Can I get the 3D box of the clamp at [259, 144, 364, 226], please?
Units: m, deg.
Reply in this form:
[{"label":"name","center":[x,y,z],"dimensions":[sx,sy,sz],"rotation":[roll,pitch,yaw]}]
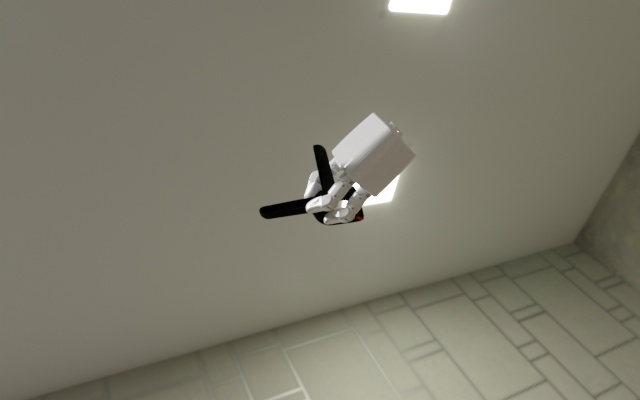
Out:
[{"label":"clamp","center":[0.000,0.002,0.876],"dimensions":[0.210,0.164,0.036],"rotation":[34,19,-45]}]
